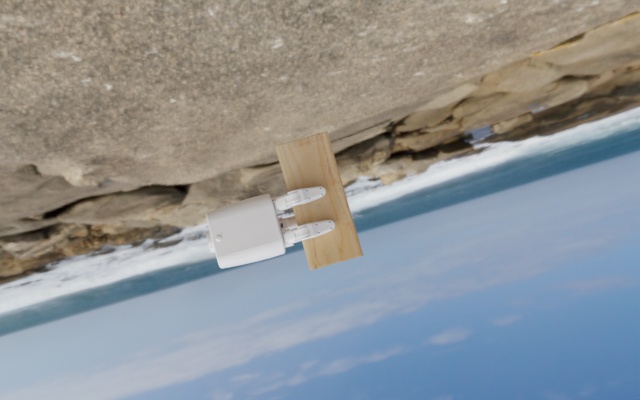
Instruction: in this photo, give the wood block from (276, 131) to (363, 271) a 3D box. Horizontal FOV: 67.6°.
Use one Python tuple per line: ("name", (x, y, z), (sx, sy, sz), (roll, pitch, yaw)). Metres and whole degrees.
("wood block", (0.000, 0.003, 0.796), (0.090, 0.206, 0.091), (-16, -5, 2))
